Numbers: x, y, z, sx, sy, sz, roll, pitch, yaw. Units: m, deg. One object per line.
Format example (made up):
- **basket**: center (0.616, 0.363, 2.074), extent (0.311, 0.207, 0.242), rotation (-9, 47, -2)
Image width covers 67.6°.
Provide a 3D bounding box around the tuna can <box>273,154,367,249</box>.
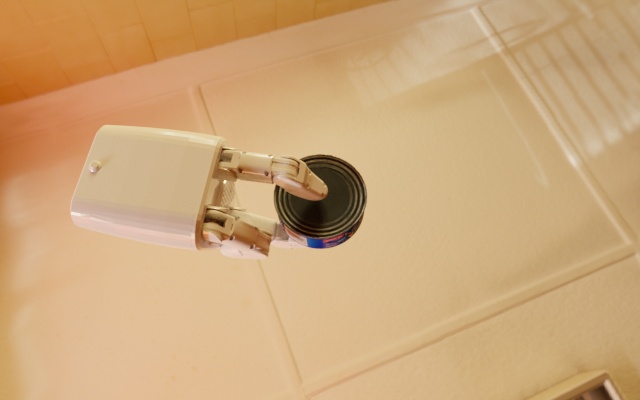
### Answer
- **tuna can**: center (0.000, 0.002, 0.450), extent (0.086, 0.086, 0.034), rotation (0, -25, 1)
